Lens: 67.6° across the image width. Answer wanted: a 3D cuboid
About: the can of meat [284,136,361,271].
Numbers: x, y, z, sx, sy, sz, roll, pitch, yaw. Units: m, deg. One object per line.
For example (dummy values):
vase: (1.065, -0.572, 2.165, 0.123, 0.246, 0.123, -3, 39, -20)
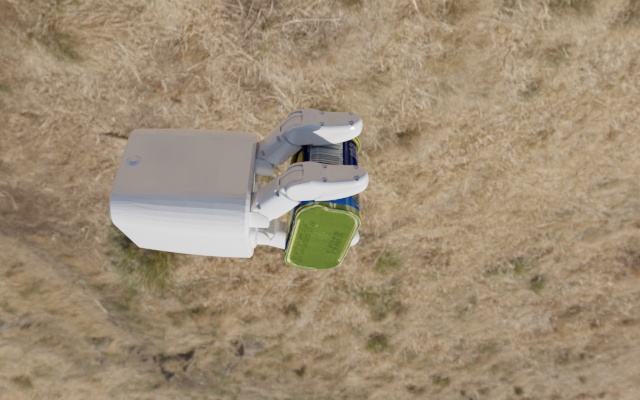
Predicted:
can of meat: (0.000, 0.002, 0.413, 0.057, 0.084, 0.102, 7, -38, -8)
